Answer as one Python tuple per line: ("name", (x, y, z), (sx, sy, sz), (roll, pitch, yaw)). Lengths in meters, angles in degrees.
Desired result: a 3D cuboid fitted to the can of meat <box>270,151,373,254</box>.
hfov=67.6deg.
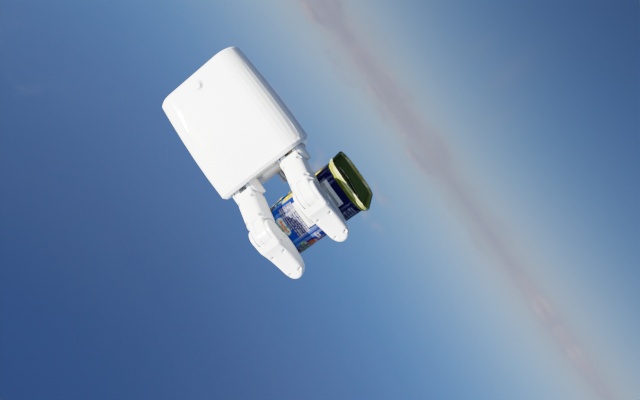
("can of meat", (0.000, 0.002, 0.472), (0.084, 0.057, 0.102), (-35, 5, 14))
